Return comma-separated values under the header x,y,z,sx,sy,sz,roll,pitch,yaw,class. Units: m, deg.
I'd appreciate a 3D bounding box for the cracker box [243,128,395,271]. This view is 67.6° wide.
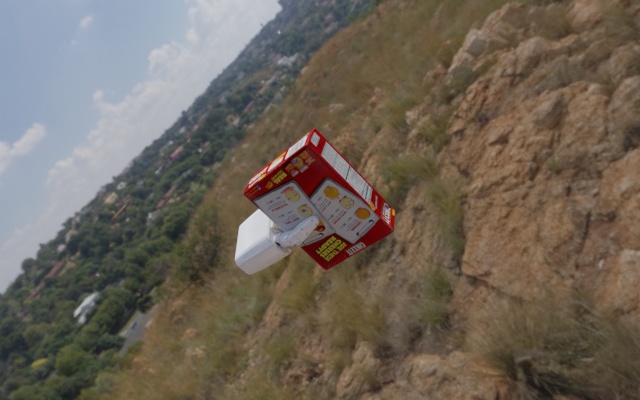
x,y,z,sx,sy,sz,roll,pitch,yaw,class
0.000,0.003,0.831,0.164,0.214,0.072,-34,22,32,cracker box
